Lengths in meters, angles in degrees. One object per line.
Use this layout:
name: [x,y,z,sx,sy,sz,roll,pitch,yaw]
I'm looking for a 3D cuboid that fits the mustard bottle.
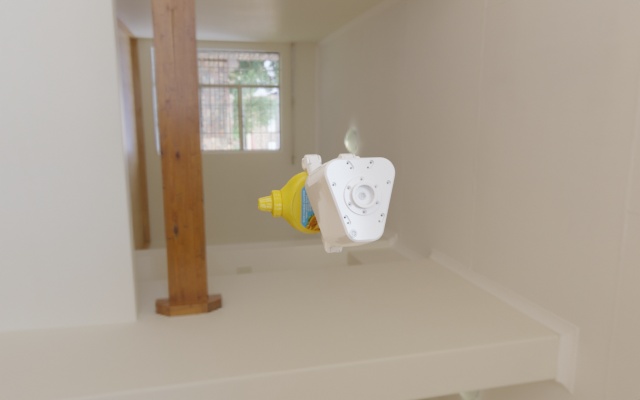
mustard bottle: [0.000,0.002,0.741,0.191,0.096,0.058,-3,17,-13]
